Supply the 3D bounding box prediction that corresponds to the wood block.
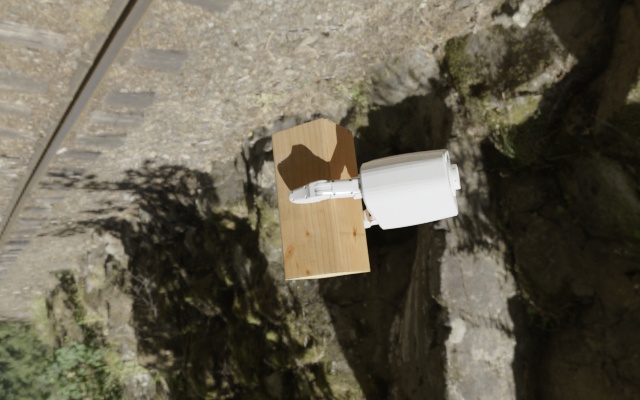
[{"bbox_3d":[0.000,0.002,0.672,0.090,0.206,0.091,-12,-12,29],"label":"wood block"}]
